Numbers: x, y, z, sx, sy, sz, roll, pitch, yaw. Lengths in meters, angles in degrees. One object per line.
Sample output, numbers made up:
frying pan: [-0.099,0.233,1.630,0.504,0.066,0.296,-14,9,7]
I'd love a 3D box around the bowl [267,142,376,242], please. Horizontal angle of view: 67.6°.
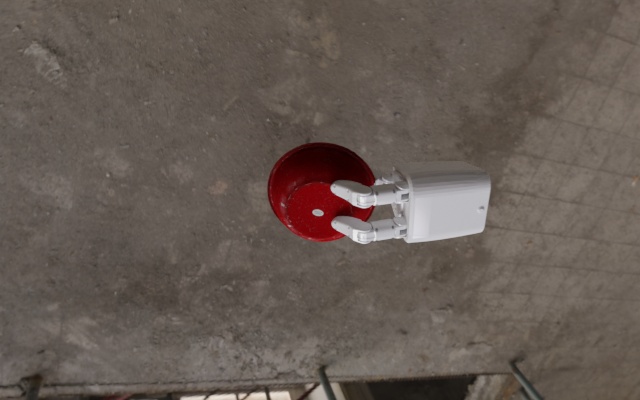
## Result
bowl: [-0.001,0.003,0.675,0.162,0.162,0.055,0,30,5]
